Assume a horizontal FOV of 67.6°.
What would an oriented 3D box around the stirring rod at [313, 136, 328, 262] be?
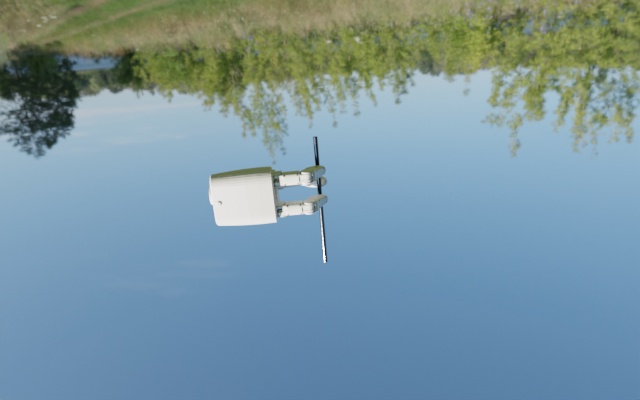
[{"bbox_3d":[0.000,0.003,0.867,0.011,0.240,0.011,-4,20,2],"label":"stirring rod"}]
